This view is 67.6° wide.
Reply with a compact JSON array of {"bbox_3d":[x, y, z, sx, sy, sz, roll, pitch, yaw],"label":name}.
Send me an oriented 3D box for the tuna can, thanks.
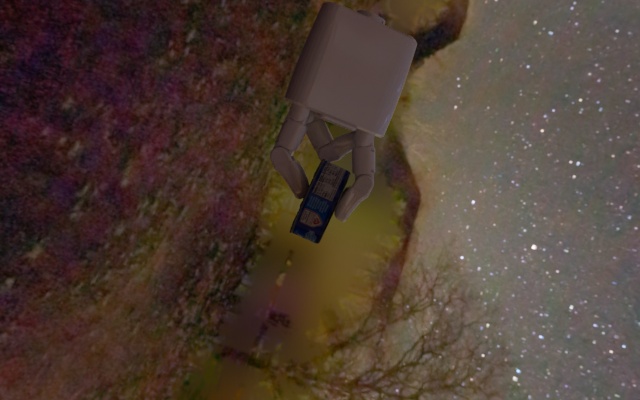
[{"bbox_3d":[0.001,0.002,0.506,0.034,0.086,0.086,24,0,1],"label":"tuna can"}]
